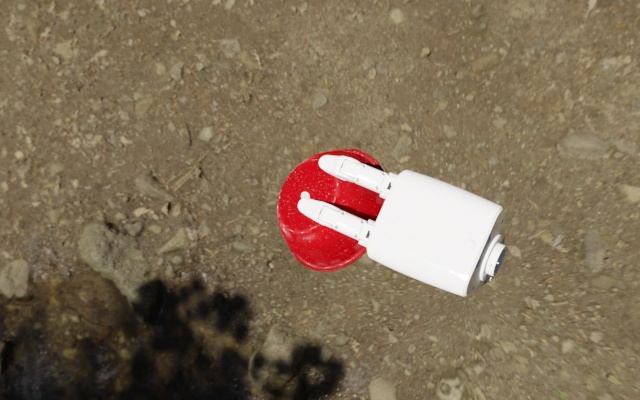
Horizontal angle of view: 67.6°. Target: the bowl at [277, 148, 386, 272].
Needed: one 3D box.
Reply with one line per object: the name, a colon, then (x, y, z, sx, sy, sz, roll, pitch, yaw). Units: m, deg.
bowl: (-0.001, 0.002, 0.580, 0.162, 0.162, 0.055, 0, -18, 40)
